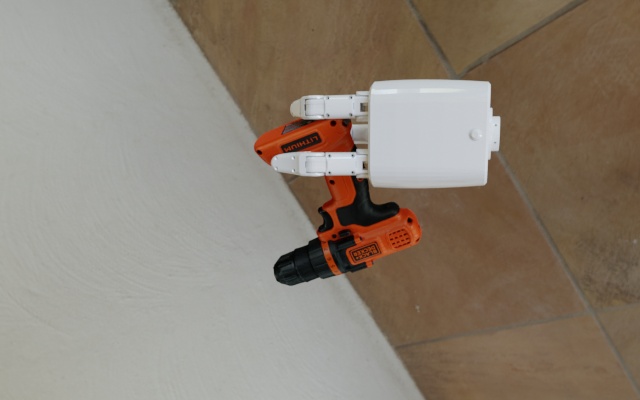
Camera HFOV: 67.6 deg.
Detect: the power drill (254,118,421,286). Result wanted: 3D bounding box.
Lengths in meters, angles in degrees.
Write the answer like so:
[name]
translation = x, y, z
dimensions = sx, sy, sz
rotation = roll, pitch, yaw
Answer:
[power drill]
translation = 0.000, 0.001, 0.540
dimensions = 0.184, 0.188, 0.057
rotation = -22, 23, 11
